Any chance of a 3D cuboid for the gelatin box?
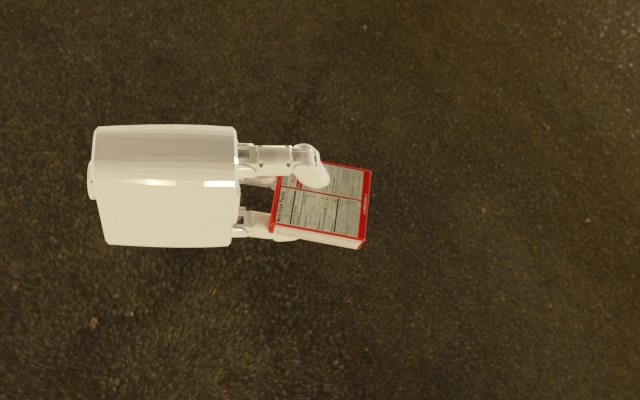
[{"bbox_3d":[0.000,0.001,0.450,0.089,0.073,0.030,10,-25,-6],"label":"gelatin box"}]
